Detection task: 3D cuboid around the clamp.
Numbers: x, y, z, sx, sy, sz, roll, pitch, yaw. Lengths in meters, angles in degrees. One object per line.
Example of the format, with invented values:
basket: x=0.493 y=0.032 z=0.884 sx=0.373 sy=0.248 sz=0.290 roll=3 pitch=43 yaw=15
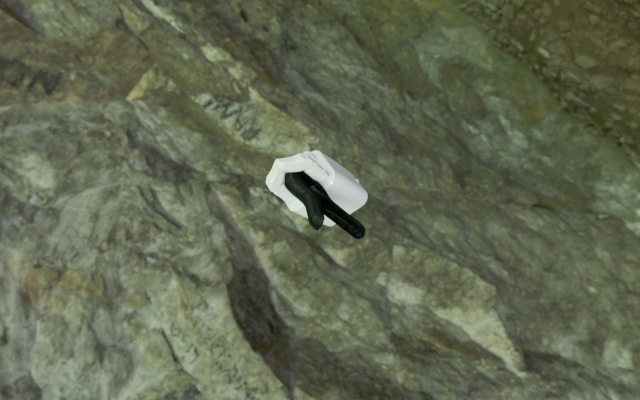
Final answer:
clamp: x=0.000 y=0.003 z=0.770 sx=0.120 sy=0.039 sz=0.171 roll=28 pitch=20 yaw=-42
